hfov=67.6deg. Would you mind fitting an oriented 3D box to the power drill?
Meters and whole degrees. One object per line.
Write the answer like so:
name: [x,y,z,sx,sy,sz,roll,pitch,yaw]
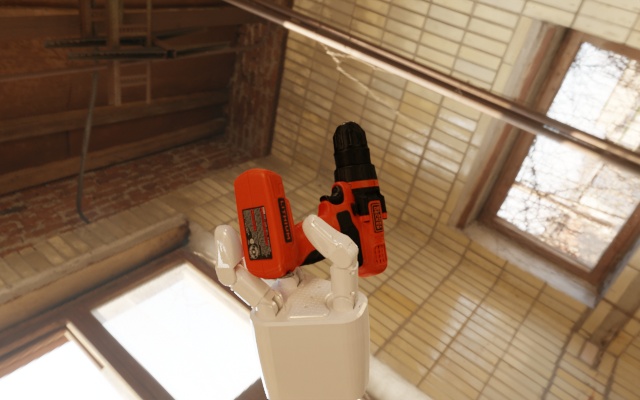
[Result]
power drill: [0.000,0.002,0.514,0.057,0.184,0.187,-14,-5,44]
